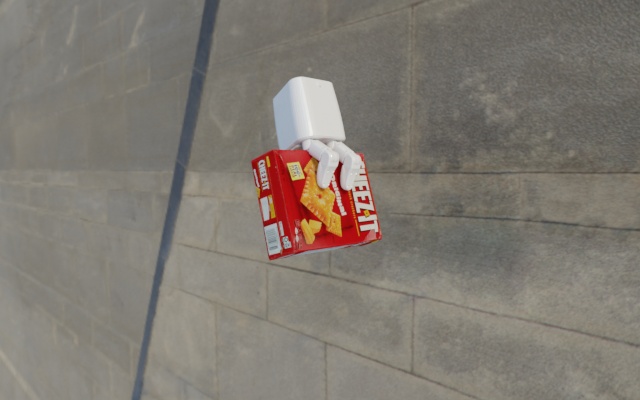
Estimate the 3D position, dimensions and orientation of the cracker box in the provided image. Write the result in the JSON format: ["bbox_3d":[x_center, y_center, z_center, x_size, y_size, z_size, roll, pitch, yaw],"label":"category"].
[{"bbox_3d":[0.000,0.003,0.800,0.213,0.164,0.072,-3,-12,-44],"label":"cracker box"}]
